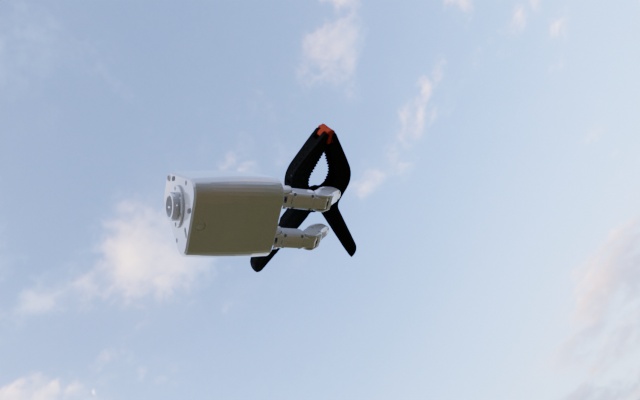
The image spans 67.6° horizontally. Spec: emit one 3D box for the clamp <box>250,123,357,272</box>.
[{"bbox_3d":[0.000,0.001,0.647,0.164,0.210,0.036,1,26,-33],"label":"clamp"}]
